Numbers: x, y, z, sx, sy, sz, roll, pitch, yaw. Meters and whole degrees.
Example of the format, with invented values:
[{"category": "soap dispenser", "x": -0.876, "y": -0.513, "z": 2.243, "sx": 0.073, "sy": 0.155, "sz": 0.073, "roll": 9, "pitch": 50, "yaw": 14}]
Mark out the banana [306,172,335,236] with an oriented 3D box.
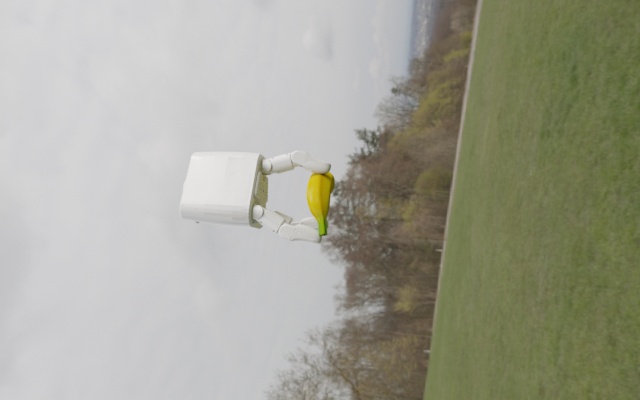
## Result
[{"category": "banana", "x": 0.001, "y": -0.014, "z": 0.737, "sx": 0.037, "sy": 0.070, "sz": 0.197, "roll": 4, "pitch": 19, "yaw": 4}]
